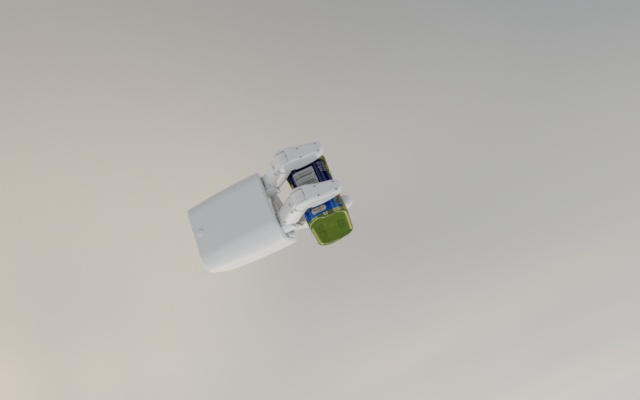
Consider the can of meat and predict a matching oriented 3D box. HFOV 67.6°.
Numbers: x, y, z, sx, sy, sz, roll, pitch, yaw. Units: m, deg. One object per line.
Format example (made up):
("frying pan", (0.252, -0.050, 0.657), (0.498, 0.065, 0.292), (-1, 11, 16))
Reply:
("can of meat", (0.000, 0.002, 0.618), (0.057, 0.084, 0.102), (-24, -25, 1))
